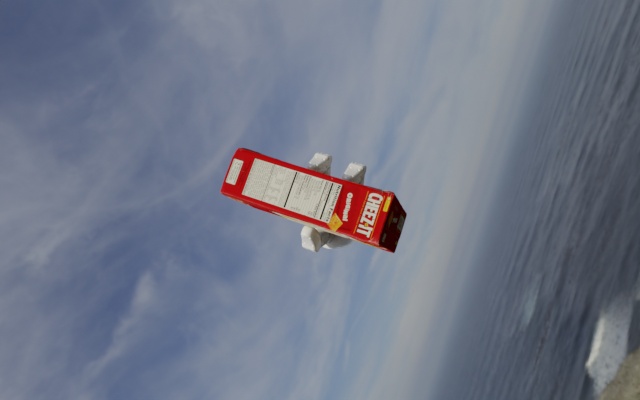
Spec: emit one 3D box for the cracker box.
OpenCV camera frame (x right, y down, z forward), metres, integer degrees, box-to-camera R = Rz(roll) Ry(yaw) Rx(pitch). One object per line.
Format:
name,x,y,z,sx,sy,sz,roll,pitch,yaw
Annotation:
cracker box,0.000,0.002,0.644,0.213,0.072,0.164,17,-4,17
